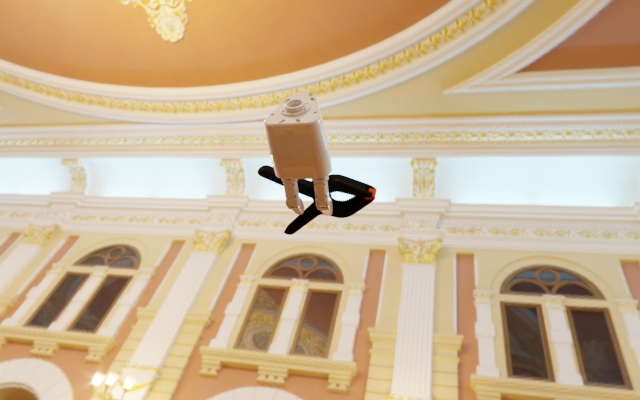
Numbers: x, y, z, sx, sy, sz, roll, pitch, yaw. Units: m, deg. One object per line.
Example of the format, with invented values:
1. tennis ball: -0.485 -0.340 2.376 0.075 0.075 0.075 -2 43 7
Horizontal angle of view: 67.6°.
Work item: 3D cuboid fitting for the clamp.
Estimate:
1. clamp: 0.001 0.002 0.884 0.210 0.165 0.036 1 42 15
